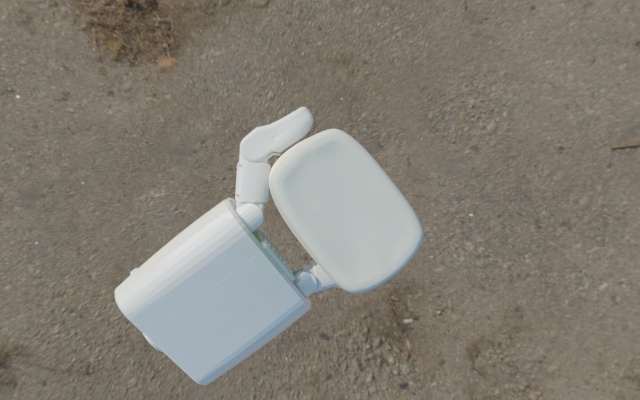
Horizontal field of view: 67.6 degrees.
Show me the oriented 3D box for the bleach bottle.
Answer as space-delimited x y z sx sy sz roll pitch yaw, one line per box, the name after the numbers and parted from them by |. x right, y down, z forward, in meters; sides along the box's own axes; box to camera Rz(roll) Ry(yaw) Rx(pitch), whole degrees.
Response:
0.000 0.001 0.407 0.068 0.102 0.251 -38 6 -5 | bleach bottle
